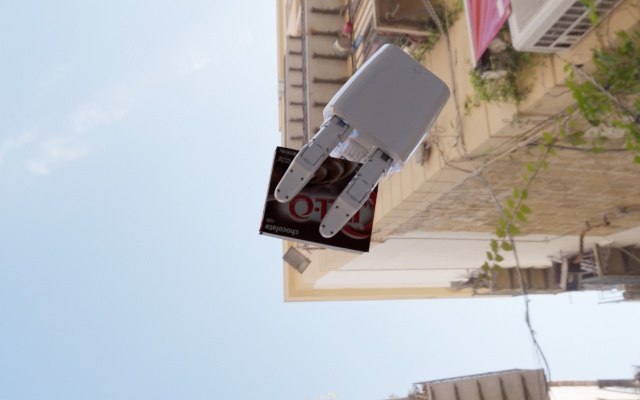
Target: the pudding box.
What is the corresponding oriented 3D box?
[{"bbox_3d":[0.000,0.002,0.489,0.113,0.090,0.039,11,-13,-6],"label":"pudding box"}]
